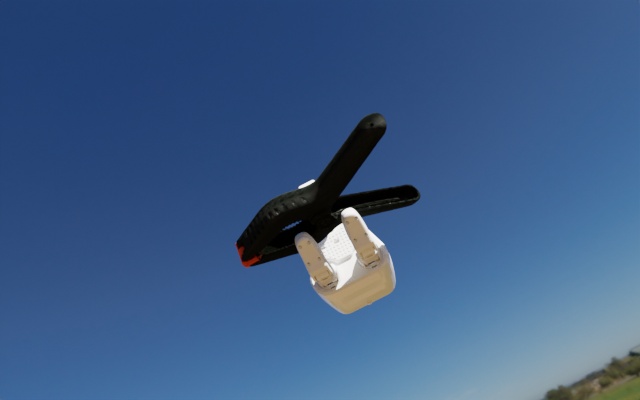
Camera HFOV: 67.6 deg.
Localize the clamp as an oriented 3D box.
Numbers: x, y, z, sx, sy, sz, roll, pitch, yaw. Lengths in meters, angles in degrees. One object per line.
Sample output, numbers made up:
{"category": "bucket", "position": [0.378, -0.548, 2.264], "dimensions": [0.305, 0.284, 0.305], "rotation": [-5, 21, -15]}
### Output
{"category": "clamp", "position": [-0.001, 0.001, 0.495], "dimensions": [0.210, 0.036, 0.165], "rotation": [-27, -34, 2]}
